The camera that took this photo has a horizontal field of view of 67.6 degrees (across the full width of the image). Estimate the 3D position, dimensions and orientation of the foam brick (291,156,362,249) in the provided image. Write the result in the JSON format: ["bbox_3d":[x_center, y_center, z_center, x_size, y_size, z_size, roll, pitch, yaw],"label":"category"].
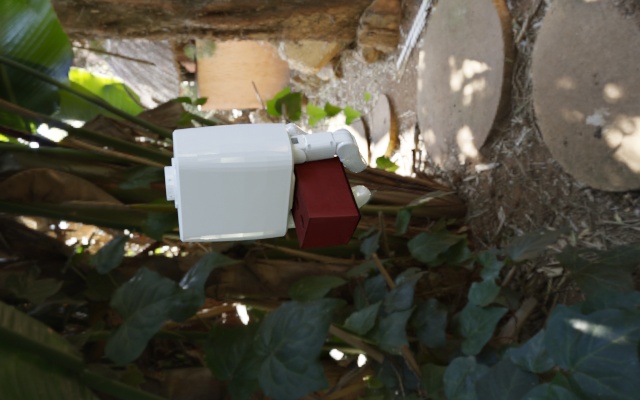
[{"bbox_3d":[0.000,0.002,0.473,0.051,0.078,0.053,-4,-37,-18],"label":"foam brick"}]
